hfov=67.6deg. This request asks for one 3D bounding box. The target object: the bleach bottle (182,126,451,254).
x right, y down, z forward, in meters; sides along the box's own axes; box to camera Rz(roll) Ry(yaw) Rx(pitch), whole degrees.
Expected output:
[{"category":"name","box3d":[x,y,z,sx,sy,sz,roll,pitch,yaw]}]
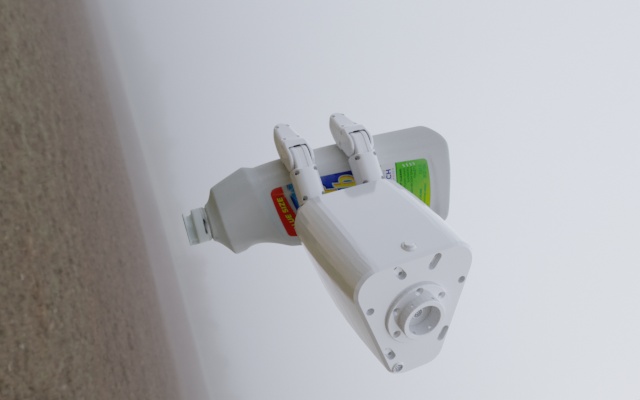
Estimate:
[{"category":"bleach bottle","box3d":[0.000,0.001,0.454,0.251,0.103,0.068,-15,28,-17]}]
